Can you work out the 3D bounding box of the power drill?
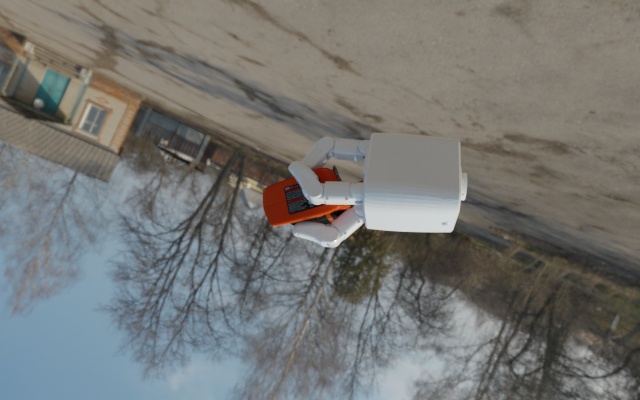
[{"bbox_3d":[0.000,0.002,0.669,0.184,0.057,0.187,-18,-8,25],"label":"power drill"}]
